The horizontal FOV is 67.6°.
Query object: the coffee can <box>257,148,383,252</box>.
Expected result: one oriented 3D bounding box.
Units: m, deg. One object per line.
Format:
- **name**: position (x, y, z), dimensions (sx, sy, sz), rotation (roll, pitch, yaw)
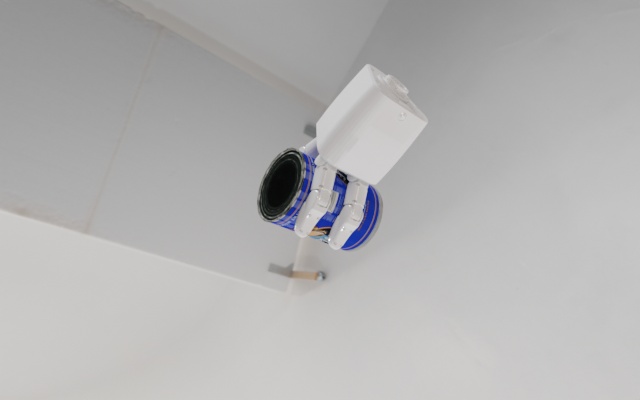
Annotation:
- **coffee can**: position (0.000, 0.002, 0.652), dimensions (0.140, 0.102, 0.103), rotation (23, -14, -34)
